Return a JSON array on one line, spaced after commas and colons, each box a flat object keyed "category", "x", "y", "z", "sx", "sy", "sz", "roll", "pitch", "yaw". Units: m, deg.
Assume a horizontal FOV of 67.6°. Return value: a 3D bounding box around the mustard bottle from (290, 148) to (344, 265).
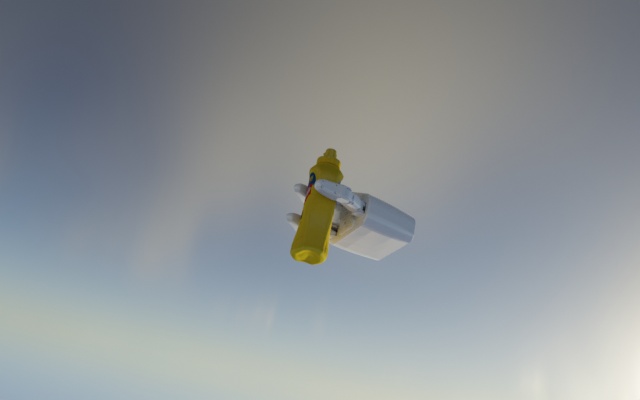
[{"category": "mustard bottle", "x": 0.000, "y": 0.003, "z": 0.774, "sx": 0.058, "sy": 0.191, "sz": 0.096, "roll": 14, "pitch": -21, "yaw": -3}]
